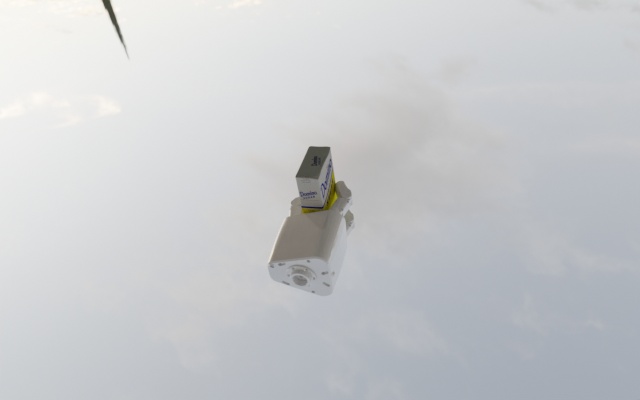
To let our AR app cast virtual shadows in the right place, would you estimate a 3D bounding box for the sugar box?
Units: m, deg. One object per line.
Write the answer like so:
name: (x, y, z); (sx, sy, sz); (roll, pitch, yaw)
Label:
sugar box: (0.001, 0.003, 0.836); (0.048, 0.176, 0.093); (5, 41, 14)
